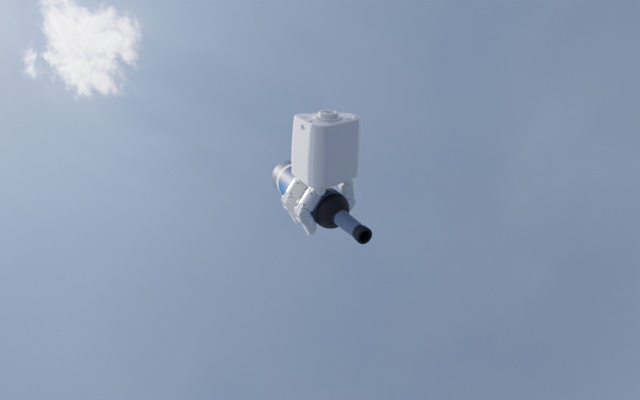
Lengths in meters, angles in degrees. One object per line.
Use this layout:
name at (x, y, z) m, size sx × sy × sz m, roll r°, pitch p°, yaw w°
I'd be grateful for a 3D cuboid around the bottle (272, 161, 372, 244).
bottle at (0.000, 0.003, 0.854) m, size 0.069 × 0.069 × 0.295 m, roll 0°, pitch 21°, yaw -30°
